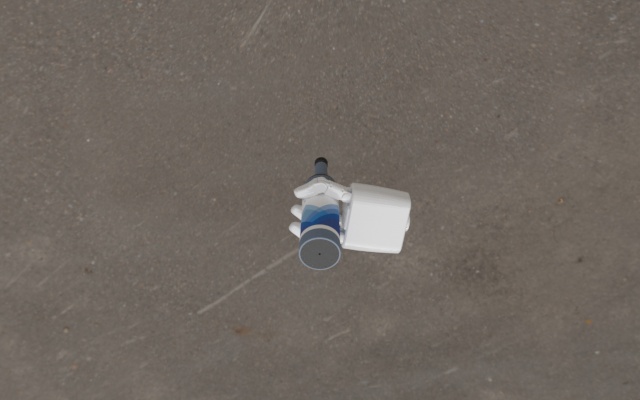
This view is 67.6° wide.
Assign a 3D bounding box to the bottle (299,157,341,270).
[{"bbox_3d":[0.000,0.003,0.870,0.069,0.069,0.295,0,34,1],"label":"bottle"}]
